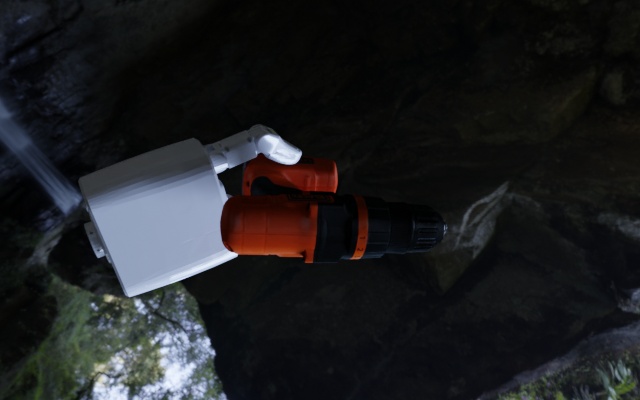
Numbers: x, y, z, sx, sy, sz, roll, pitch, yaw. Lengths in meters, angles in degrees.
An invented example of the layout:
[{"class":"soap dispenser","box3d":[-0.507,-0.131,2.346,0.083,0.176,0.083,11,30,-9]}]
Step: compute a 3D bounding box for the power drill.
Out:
[{"class":"power drill","box3d":[0.000,0.001,0.447,0.184,0.057,0.187,4,14,-13]}]
